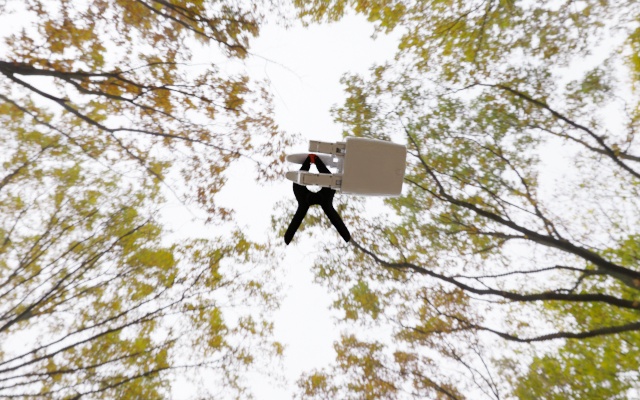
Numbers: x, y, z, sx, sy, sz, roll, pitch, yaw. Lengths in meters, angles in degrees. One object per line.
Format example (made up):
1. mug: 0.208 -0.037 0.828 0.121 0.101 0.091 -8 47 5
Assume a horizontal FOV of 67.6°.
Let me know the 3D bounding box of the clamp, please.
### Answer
1. clamp: 0.000 0.003 0.855 0.120 0.171 0.039 5 10 -5
